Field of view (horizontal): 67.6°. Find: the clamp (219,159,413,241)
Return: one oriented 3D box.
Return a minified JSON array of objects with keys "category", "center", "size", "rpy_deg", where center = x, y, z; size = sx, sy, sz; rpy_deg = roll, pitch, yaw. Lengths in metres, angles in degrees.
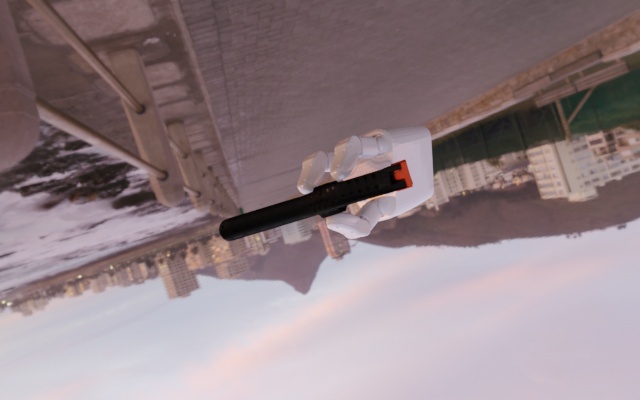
[{"category":"clamp","center":[0.001,0.002,0.526],"size":[0.210,0.036,0.164],"rpy_deg":[-18,-1,42]}]
